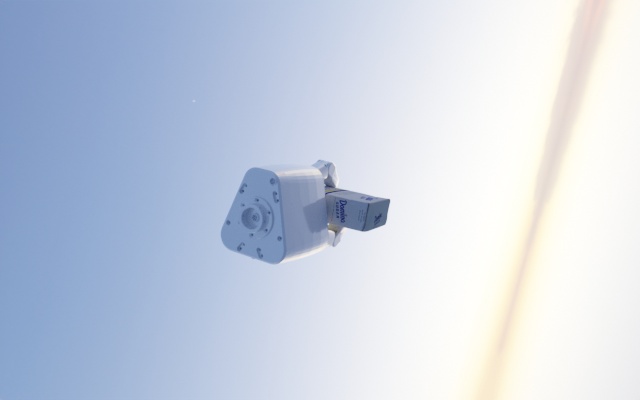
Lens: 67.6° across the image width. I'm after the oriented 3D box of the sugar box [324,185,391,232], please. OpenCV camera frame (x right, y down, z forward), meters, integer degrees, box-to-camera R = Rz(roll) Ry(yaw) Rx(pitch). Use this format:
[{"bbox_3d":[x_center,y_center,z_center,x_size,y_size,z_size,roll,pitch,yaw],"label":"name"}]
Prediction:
[{"bbox_3d":[0.000,0.003,0.675,0.176,0.048,0.093,16,10,25],"label":"sugar box"}]
